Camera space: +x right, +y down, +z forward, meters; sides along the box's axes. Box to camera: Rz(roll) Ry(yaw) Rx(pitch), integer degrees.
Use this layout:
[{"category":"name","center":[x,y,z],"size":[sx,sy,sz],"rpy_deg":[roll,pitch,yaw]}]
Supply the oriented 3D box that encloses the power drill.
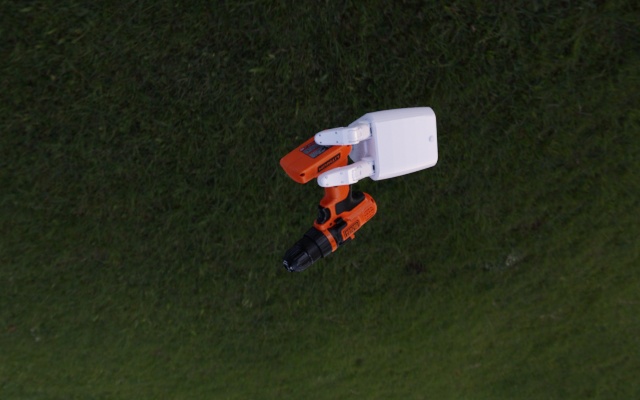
[{"category":"power drill","center":[0.000,0.002,0.722],"size":[0.184,0.188,0.057],"rpy_deg":[-38,47,-23]}]
